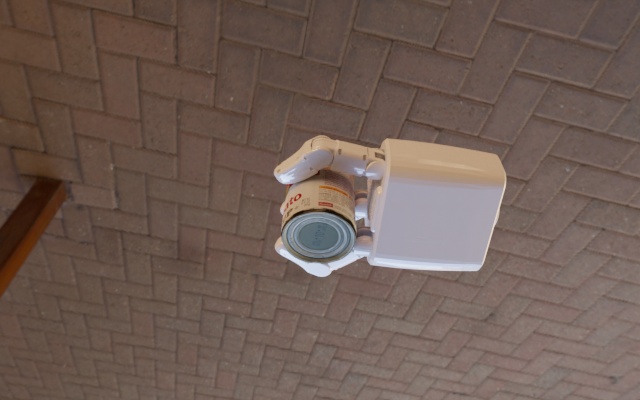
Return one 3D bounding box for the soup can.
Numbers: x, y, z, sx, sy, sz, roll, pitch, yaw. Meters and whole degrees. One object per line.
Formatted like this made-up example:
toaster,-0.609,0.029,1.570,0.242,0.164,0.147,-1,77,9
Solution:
soup can,0.000,0.002,0.451,0.068,0.069,0.102,0,40,2
